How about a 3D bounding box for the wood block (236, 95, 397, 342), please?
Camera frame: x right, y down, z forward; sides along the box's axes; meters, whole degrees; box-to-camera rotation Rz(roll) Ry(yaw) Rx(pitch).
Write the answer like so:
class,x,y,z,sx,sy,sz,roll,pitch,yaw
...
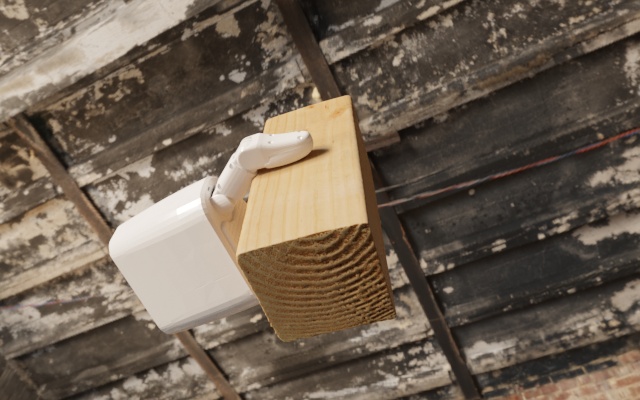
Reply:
class,x,y,z,sx,sy,sz,roll,pitch,yaw
wood block,0.000,0.001,0.402,0.090,0.091,0.206,-15,33,9
